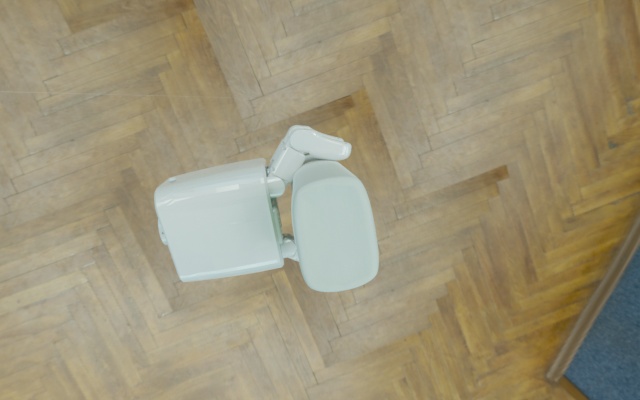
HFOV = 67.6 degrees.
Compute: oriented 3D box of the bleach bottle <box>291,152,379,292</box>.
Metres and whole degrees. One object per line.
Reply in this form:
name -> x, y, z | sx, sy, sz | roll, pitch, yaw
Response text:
bleach bottle -> 0.000, 0.002, 0.509 | 0.068, 0.102, 0.250 | -10, 13, -4
